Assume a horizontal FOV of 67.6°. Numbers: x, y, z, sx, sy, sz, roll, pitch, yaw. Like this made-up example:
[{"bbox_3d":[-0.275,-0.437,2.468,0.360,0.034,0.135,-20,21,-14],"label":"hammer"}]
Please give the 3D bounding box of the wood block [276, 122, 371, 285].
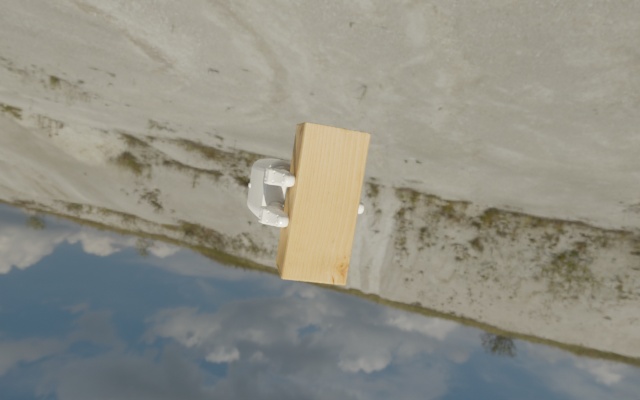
[{"bbox_3d":[0.000,0.002,0.665,0.091,0.206,0.090,8,5,-12],"label":"wood block"}]
